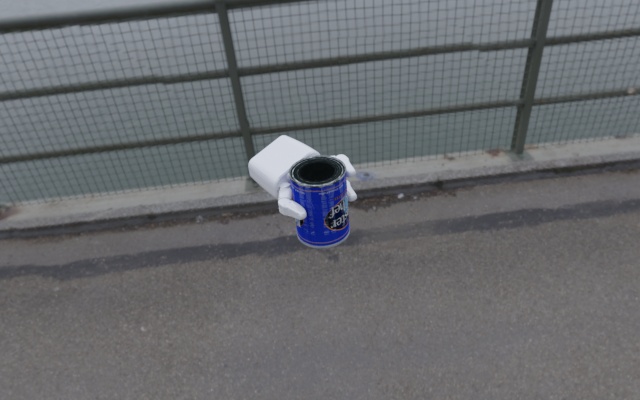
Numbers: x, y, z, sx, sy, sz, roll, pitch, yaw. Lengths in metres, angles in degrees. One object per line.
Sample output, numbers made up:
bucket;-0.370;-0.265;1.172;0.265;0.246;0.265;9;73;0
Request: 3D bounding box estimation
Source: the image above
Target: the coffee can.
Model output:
coffee can;0.000;0.003;0.876;0.103;0.140;0.102;-4;36;3
